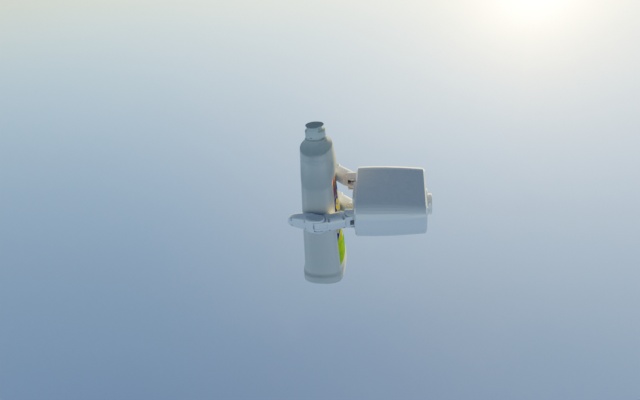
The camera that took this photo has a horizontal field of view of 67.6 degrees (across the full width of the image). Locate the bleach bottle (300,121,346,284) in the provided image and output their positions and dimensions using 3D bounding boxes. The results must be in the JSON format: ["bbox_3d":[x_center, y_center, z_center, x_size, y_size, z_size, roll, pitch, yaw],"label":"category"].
[{"bbox_3d":[0.000,0.002,0.750,0.068,0.251,0.102,0,30,9],"label":"bleach bottle"}]
